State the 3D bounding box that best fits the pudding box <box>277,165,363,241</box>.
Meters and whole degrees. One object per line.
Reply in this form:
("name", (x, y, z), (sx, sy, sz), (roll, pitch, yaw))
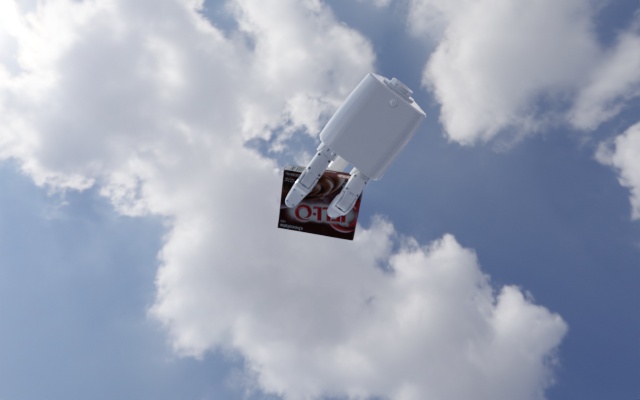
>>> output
("pudding box", (0.000, 0.002, 0.676), (0.113, 0.090, 0.039), (10, 20, 5))
